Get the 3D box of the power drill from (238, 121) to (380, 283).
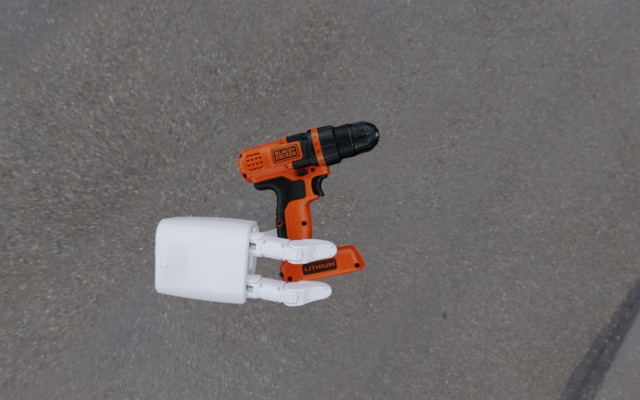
[{"bbox_3d":[0.000,0.002,0.605,0.184,0.187,0.057,-14,-6,8],"label":"power drill"}]
